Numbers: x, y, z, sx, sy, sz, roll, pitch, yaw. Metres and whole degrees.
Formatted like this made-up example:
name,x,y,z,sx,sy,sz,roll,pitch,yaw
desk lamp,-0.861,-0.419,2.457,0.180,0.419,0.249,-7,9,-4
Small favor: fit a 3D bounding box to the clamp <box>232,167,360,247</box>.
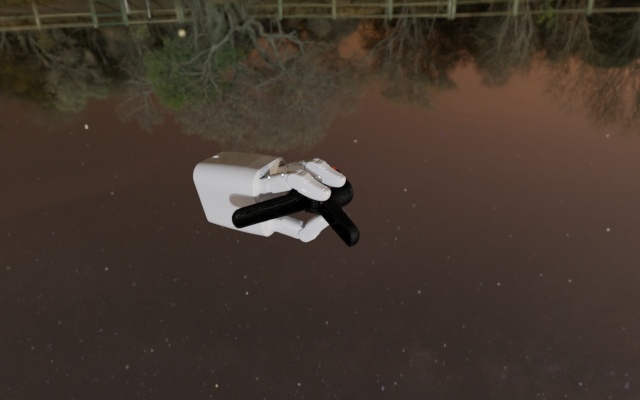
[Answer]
name,x,y,z,sx,sy,sz,roll,pitch,yaw
clamp,0.000,0.003,0.661,0.164,0.036,0.210,12,26,20
